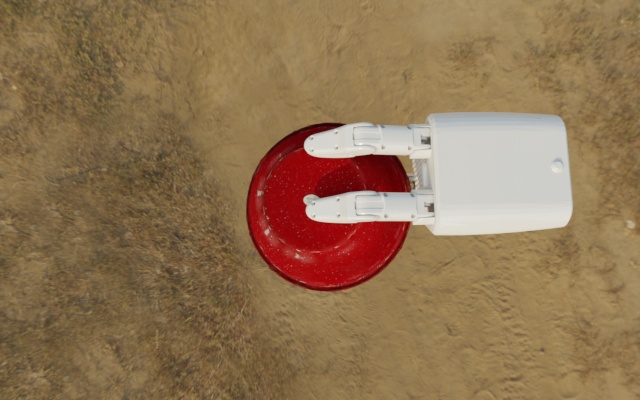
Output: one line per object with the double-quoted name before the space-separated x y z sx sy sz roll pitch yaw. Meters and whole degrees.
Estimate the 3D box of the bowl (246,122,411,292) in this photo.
"bowl" -0.001 0.002 0.428 0.162 0.162 0.055 0 -7 13
